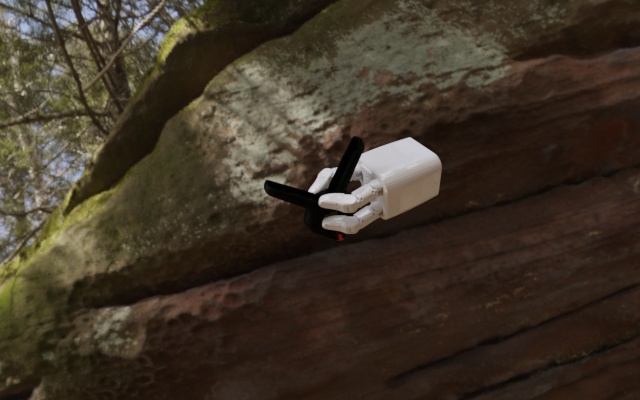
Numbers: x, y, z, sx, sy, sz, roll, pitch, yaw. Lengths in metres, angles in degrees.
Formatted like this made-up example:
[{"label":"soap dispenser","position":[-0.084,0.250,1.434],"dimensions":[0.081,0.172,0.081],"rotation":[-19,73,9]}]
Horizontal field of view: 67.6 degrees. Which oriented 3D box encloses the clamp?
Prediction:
[{"label":"clamp","position":[0.000,0.002,0.776],"dimensions":[0.164,0.036,0.210],"rotation":[-22,-40,-11]}]
